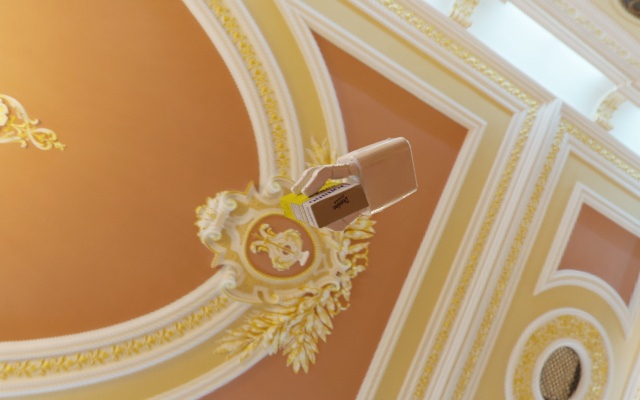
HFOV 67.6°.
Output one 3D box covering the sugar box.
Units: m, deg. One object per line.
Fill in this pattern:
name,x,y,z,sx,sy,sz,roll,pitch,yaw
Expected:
sugar box,0.000,0.002,0.805,0.093,0.048,0.176,-24,9,-18
